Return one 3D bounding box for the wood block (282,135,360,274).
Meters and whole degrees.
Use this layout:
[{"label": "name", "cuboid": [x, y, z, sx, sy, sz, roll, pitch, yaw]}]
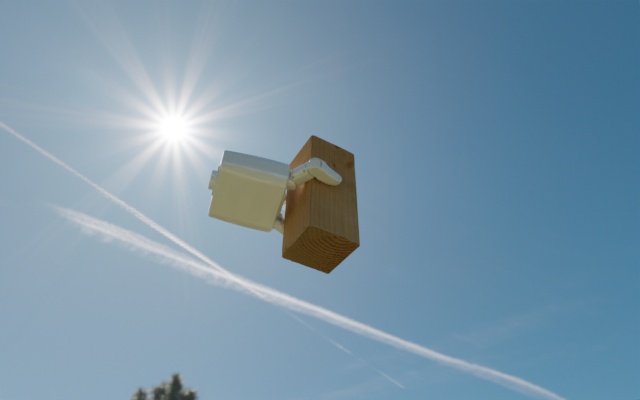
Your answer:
[{"label": "wood block", "cuboid": [0.000, 0.002, 0.786, 0.090, 0.206, 0.091, 23, -48, -22]}]
